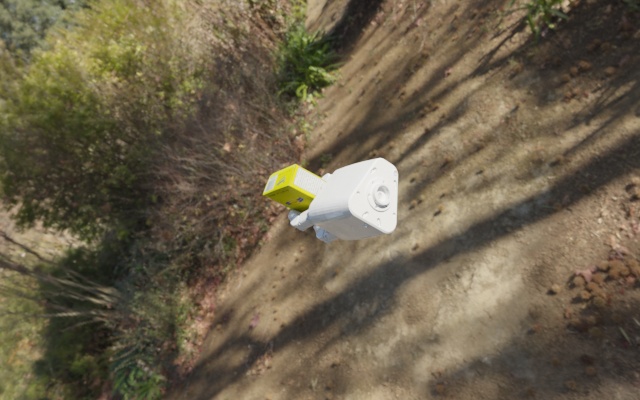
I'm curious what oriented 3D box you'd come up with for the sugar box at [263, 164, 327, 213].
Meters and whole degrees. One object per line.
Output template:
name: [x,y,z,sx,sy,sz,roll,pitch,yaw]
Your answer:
sugar box: [0.000,0.003,0.818,0.176,0.048,0.093,29,-24,-26]
